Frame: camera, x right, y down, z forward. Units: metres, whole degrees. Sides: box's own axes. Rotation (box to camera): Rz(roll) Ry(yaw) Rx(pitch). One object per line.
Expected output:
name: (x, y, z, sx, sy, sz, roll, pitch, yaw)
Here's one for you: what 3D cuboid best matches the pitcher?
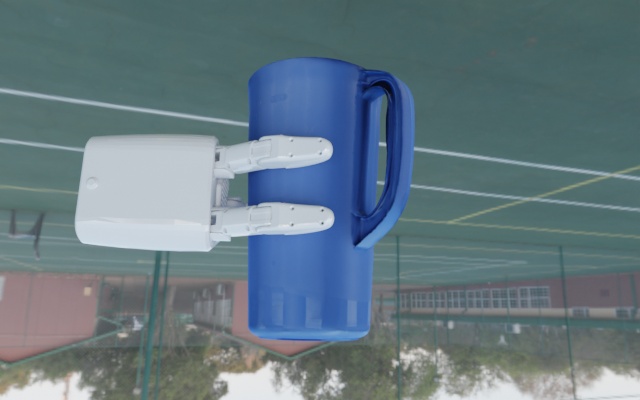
pitcher: (0.000, 0.001, 0.439, 0.145, 0.242, 0.149, 2, -13, -5)
